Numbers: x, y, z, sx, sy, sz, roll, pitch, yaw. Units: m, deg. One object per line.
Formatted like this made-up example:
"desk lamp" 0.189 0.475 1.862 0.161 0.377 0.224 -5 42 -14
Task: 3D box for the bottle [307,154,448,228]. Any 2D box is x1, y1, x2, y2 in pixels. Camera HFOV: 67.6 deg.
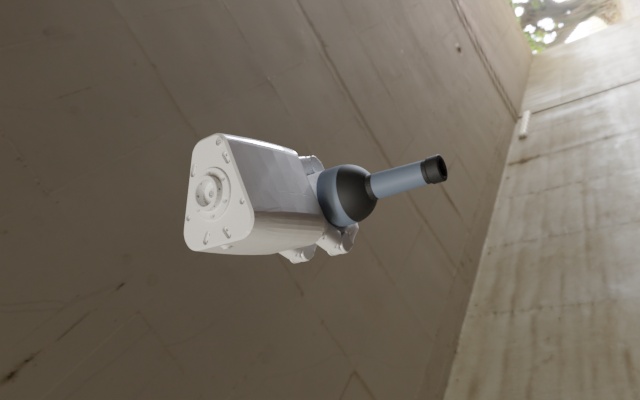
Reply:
"bottle" 0.000 0.002 0.546 0.296 0.069 0.069 -16 -9 33
